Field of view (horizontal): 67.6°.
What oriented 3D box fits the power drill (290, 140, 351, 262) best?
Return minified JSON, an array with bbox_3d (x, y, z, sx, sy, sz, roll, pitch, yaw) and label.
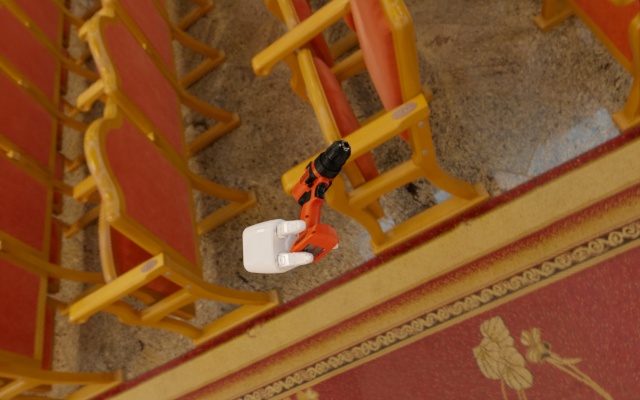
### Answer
[{"bbox_3d":[0.000,0.003,0.863,0.057,0.187,0.184,18,-37,-19],"label":"power drill"}]
